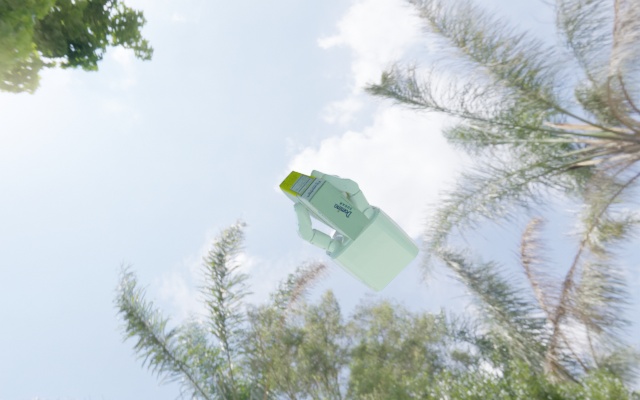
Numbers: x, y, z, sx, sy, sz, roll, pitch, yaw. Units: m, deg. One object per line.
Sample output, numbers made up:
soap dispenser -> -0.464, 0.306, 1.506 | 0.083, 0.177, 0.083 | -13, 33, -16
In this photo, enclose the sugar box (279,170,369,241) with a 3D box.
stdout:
sugar box -> 0.001, 0.002, 0.739 | 0.093, 0.048, 0.176 | 41, -8, -20
